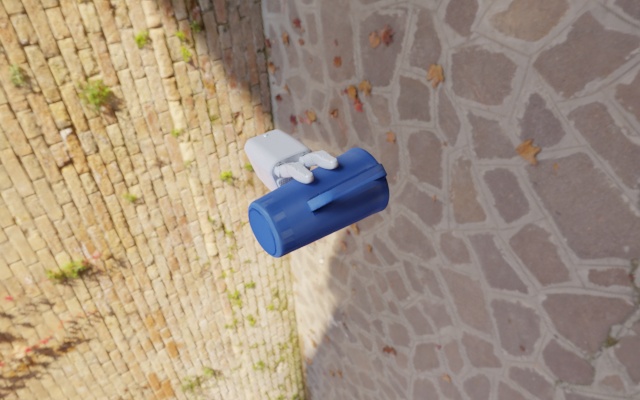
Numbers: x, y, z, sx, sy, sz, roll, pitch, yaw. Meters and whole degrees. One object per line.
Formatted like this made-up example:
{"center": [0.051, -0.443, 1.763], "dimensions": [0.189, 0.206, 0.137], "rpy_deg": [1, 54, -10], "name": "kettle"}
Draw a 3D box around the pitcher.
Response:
{"center": [0.000, 0.003, 0.859], "dimensions": [0.243, 0.149, 0.145], "rpy_deg": [-27, 45, -26], "name": "pitcher"}
